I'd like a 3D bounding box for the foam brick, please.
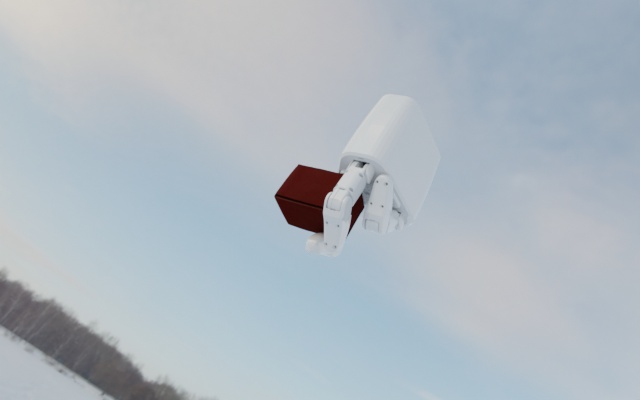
[{"bbox_3d":[0.000,0.002,0.526,0.078,0.051,0.053,15,-34,27],"label":"foam brick"}]
